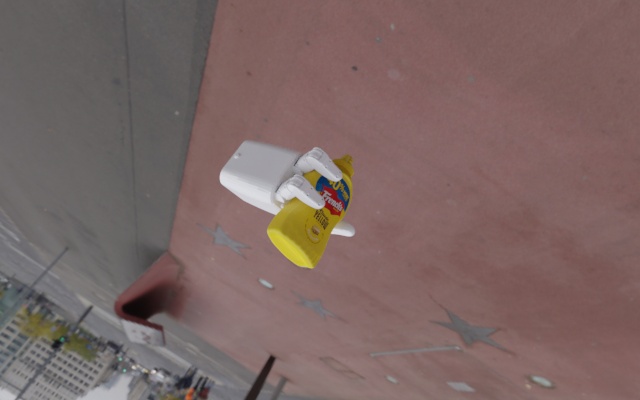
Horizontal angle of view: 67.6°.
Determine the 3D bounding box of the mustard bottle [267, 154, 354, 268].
[{"bbox_3d":[0.000,0.003,0.740,0.058,0.191,0.096,1,-40,46],"label":"mustard bottle"}]
